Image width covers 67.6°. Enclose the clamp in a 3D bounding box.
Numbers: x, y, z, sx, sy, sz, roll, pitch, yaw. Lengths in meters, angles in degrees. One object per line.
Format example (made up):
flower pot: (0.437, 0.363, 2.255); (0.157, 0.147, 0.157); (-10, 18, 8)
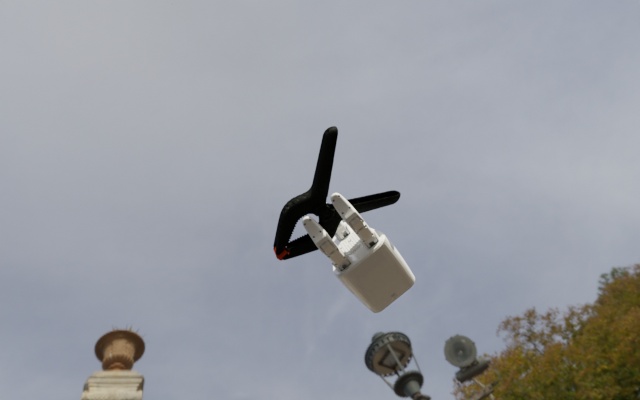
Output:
clamp: (0.000, 0.003, 0.722); (0.210, 0.165, 0.036); (-39, 24, 1)
